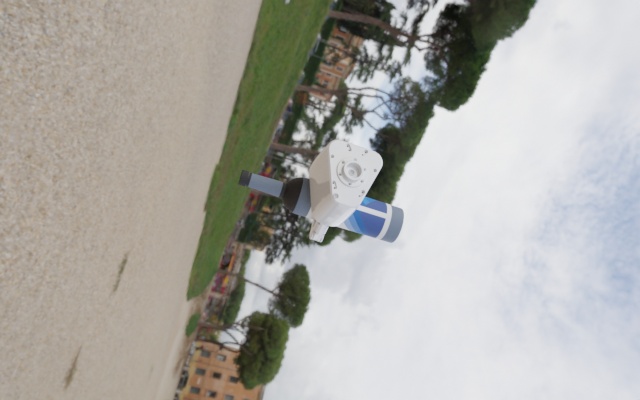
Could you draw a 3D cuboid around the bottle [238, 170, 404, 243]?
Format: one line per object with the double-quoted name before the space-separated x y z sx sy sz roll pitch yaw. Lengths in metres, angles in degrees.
"bottle" 0.000 0.003 0.848 0.296 0.069 0.069 17 -3 -10
